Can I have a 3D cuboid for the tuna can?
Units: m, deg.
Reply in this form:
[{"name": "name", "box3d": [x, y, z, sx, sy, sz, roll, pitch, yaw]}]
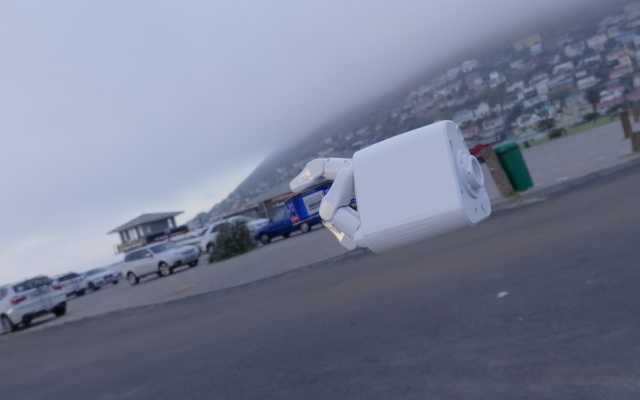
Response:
[{"name": "tuna can", "box3d": [0.000, 0.001, 0.587, 0.086, 0.034, 0.086, -21, -3, -1]}]
